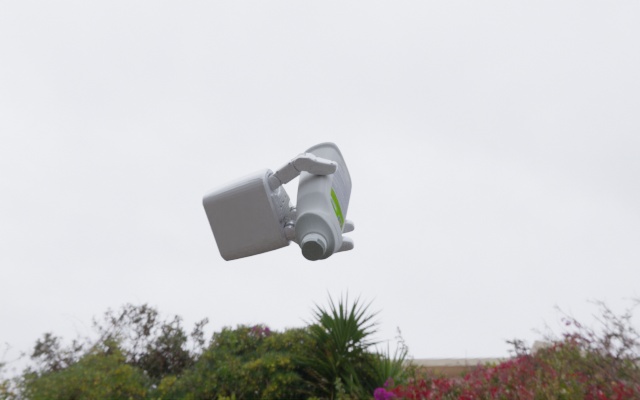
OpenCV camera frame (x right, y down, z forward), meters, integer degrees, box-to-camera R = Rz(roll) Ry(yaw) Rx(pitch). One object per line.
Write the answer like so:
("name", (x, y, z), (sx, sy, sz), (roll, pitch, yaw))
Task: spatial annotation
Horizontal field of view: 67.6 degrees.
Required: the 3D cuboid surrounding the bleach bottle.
("bleach bottle", (0.000, 0.002, 0.683), (0.068, 0.103, 0.250), (-20, 21, 15))
